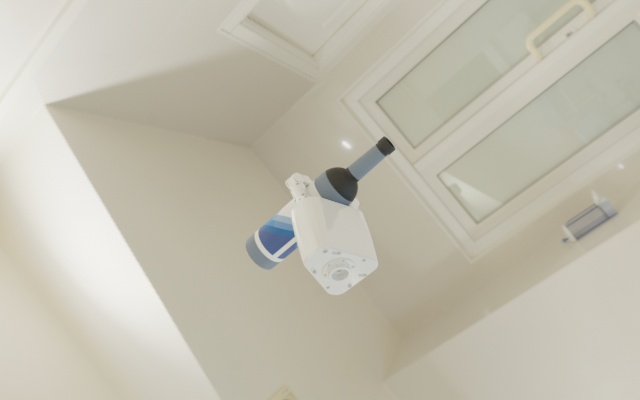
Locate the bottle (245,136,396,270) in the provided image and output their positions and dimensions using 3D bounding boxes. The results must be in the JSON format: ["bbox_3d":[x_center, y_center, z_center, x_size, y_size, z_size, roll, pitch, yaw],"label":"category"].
[{"bbox_3d":[0.000,0.003,0.772,0.296,0.069,0.069,-41,-17,21],"label":"bottle"}]
